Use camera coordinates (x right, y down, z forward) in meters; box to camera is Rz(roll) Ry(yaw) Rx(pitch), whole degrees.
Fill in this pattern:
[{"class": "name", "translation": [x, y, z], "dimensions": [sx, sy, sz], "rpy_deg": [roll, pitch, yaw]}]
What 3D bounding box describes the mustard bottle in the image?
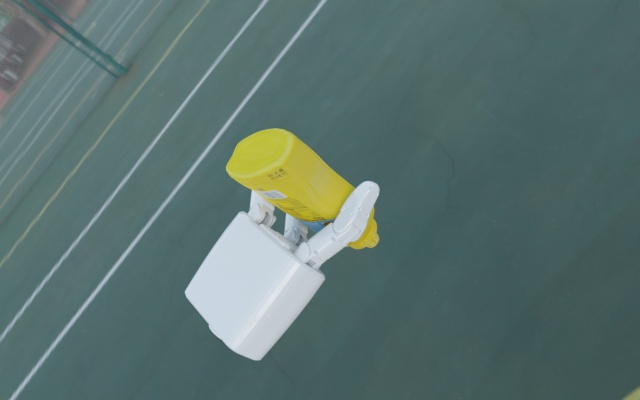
[{"class": "mustard bottle", "translation": [0.000, 0.001, 0.501], "dimensions": [0.096, 0.058, 0.192], "rpy_deg": [-2, -31, 46]}]
